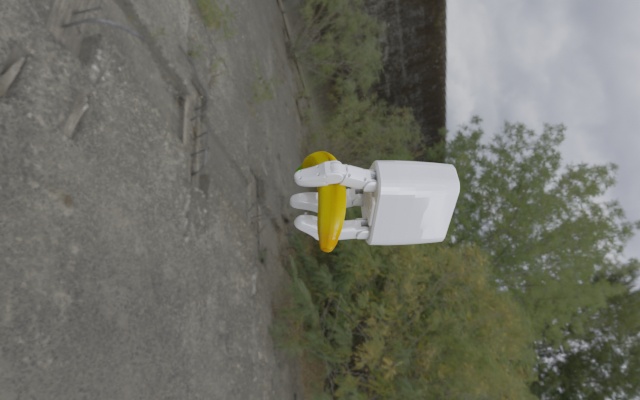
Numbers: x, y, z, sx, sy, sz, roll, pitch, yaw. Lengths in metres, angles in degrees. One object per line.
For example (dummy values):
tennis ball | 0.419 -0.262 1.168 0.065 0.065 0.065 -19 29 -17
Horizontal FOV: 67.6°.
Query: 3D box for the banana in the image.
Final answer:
banana | 0.006 -0.015 0.624 0.037 0.070 0.197 14 28 -19
